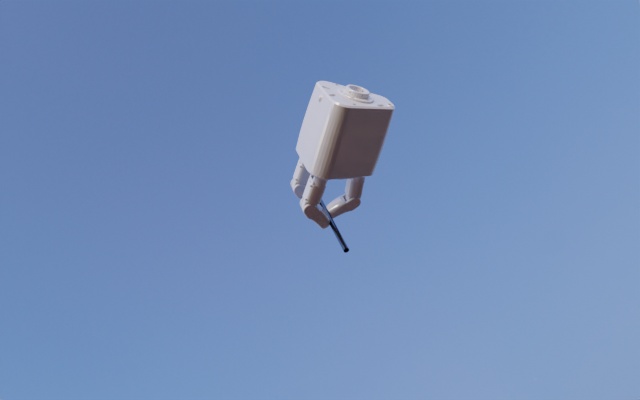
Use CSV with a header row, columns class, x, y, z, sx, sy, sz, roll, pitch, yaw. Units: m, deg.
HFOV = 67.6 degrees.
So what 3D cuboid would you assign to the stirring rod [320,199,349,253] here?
class,x,y,z,sx,sy,sz,roll,pitch,yaw
stirring rod,0.000,0.002,0.740,0.011,0.011,0.239,0,33,-20
